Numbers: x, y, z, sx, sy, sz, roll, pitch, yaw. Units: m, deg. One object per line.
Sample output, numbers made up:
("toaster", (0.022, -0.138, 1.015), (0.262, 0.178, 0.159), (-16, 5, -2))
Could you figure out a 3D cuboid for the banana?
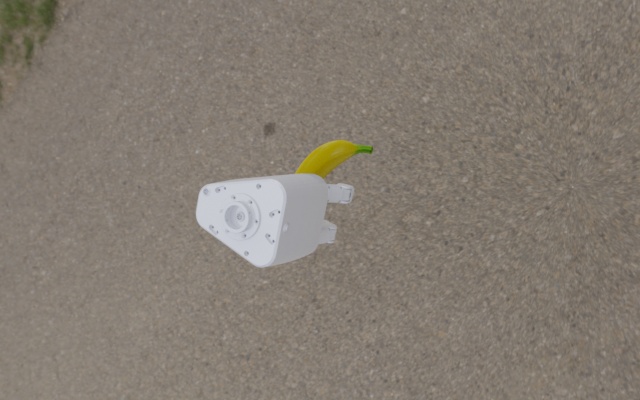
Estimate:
("banana", (-0.012, -0.012, 0.662), (0.069, 0.198, 0.037), (39, 16, 11))
